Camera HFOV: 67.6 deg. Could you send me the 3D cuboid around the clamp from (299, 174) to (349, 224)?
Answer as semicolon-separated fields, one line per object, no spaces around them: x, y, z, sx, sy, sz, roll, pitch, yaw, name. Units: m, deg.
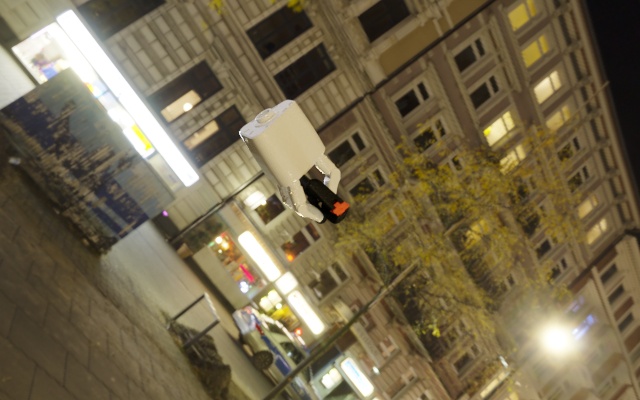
0.001;0.002;0.892;0.036;0.165;0.210;-40;29;-11;clamp
